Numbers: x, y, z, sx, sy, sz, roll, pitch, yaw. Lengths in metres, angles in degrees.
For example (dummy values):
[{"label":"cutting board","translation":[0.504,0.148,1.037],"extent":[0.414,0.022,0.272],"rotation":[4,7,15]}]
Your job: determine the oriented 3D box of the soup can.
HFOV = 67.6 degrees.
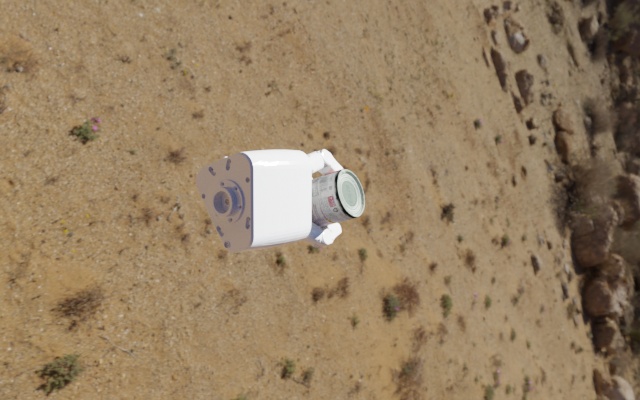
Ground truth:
[{"label":"soup can","translation":[0.001,0.002,0.650],"extent":[0.102,0.068,0.068],"rotation":[-17,-10,34]}]
